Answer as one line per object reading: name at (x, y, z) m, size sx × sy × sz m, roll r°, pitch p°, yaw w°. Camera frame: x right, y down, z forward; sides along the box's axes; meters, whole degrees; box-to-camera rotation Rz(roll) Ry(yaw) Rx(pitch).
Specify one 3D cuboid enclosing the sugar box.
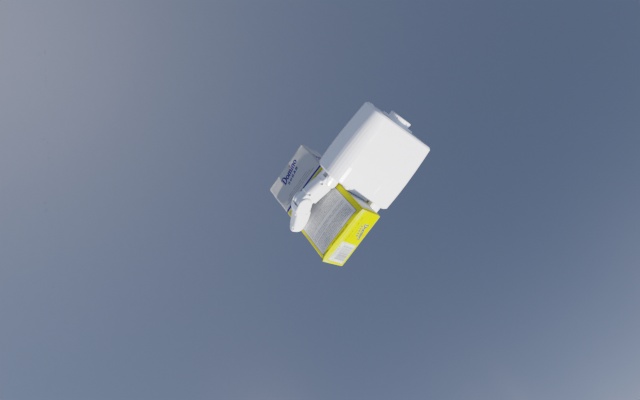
sugar box at (0.001, 0.002, 0.696) m, size 0.048 × 0.093 × 0.176 m, roll 23°, pitch 20°, yaw -42°
